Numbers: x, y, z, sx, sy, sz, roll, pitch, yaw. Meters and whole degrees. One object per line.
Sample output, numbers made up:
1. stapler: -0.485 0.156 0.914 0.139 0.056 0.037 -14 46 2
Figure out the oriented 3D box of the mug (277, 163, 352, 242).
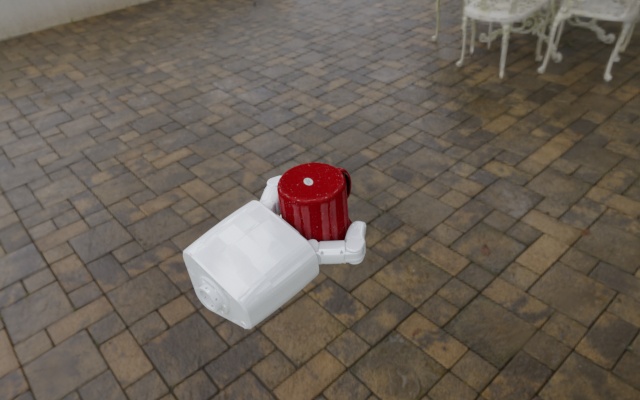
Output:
1. mug: 0.001 0.001 0.586 0.093 0.082 0.117 25 48 34
